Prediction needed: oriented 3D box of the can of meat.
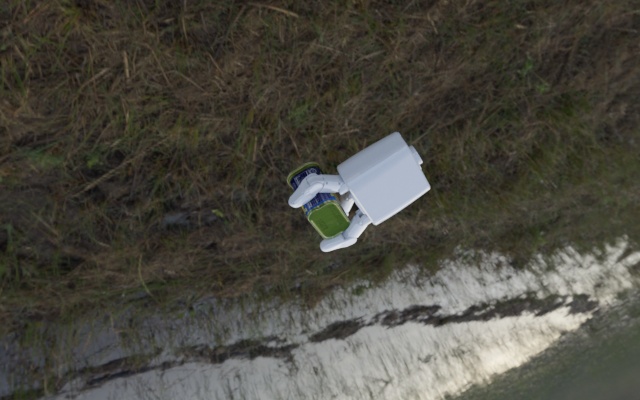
[{"bbox_3d":[0.000,0.003,0.752,0.057,0.084,0.102,-31,-35,5],"label":"can of meat"}]
